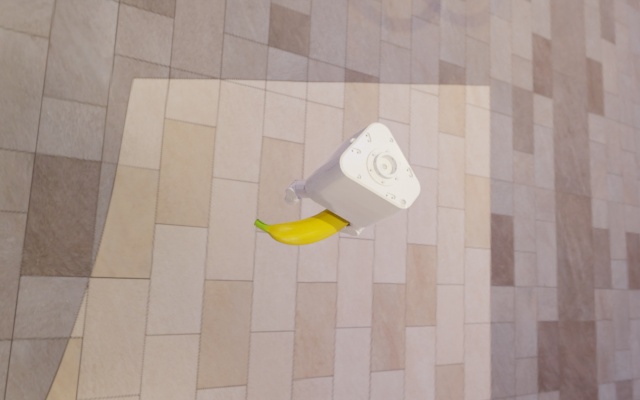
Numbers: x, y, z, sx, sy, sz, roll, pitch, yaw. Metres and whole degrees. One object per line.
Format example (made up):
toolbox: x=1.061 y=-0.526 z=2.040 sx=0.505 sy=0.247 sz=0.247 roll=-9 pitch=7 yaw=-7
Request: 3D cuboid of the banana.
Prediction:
banana: x=0.006 y=0.020 z=0.704 sx=0.198 sy=0.069 sz=0.037 roll=-22 pitch=-14 yaw=-23
